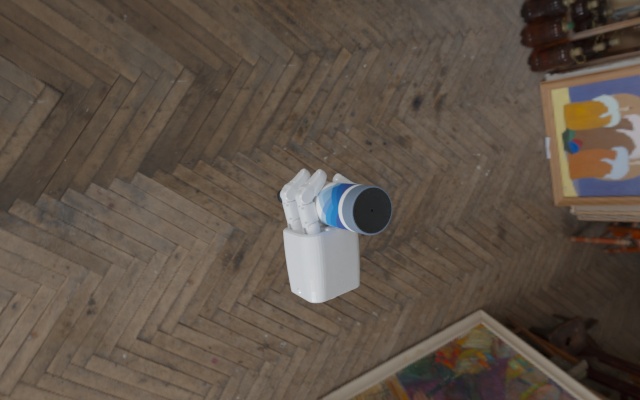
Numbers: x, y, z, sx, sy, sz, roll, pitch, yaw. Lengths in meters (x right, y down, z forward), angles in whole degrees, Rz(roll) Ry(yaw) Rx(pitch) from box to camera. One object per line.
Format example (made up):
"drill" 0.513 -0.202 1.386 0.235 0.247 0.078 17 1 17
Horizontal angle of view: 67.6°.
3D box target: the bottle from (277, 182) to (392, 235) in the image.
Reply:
"bottle" 0.000 0.002 0.763 0.069 0.069 0.295 0 4 -28
